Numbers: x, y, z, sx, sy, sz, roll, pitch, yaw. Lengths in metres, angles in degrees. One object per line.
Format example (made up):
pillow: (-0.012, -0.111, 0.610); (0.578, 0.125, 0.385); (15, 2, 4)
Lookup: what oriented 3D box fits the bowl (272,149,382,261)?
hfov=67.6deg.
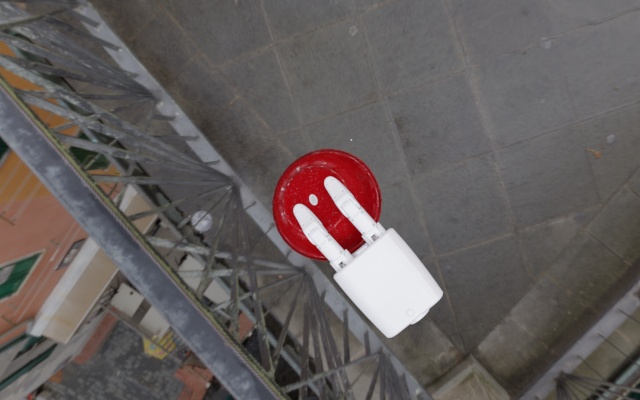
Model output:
bowl: (-0.001, 0.001, 0.658); (0.162, 0.162, 0.055); (0, -7, 16)
